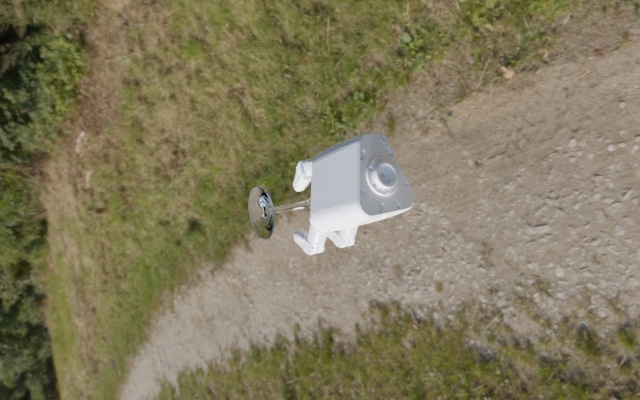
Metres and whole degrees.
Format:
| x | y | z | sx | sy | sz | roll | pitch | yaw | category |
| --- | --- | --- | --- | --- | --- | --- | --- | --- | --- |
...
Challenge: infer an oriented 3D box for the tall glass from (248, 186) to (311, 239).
| x | y | z | sx | sy | sz | roll | pitch | yaw | category |
| --- | --- | --- | --- | --- | --- | --- | --- | --- | --- |
| -0.001 | 0.002 | 0.707 | 0.201 | 0.079 | 0.079 | -10 | 5 | -33 | tall glass |
